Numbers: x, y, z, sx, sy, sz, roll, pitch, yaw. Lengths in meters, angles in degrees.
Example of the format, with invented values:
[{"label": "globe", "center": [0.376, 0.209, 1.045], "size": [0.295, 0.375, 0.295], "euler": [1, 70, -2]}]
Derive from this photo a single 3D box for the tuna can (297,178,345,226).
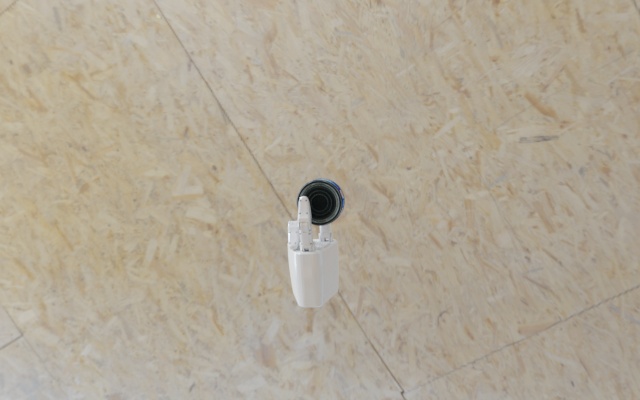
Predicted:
[{"label": "tuna can", "center": [0.000, 0.003, 0.872], "size": [0.086, 0.086, 0.034], "euler": [0, 6, 9]}]
